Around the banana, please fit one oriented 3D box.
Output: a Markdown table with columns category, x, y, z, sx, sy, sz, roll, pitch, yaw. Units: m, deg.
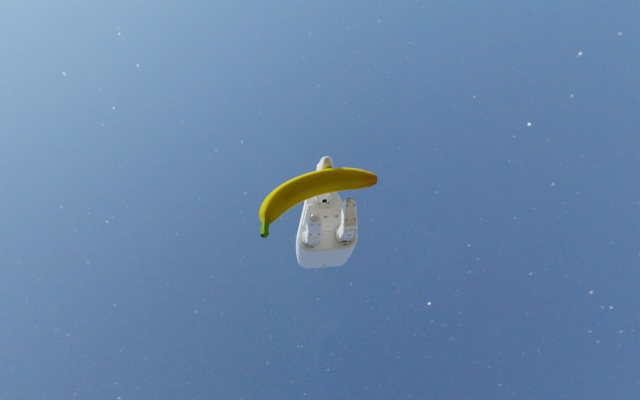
| category | x | y | z | sx | sy | sz | roll | pitch | yaw |
| --- | --- | --- | --- | --- | --- | --- | --- | --- | --- |
| banana | -0.012 | -0.011 | 0.702 | 0.198 | 0.069 | 0.037 | -27 | -24 | -17 |
